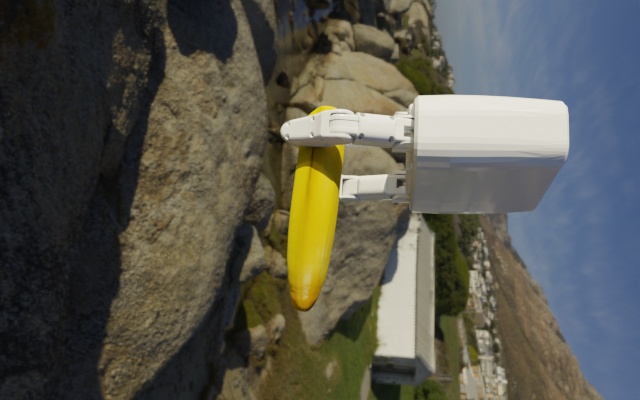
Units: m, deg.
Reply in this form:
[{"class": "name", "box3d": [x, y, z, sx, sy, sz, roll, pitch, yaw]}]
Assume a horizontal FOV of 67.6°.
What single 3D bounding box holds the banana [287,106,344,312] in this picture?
[{"class": "banana", "box3d": [-0.001, -0.012, 0.392, 0.037, 0.197, 0.070, 3, -33, 7]}]
